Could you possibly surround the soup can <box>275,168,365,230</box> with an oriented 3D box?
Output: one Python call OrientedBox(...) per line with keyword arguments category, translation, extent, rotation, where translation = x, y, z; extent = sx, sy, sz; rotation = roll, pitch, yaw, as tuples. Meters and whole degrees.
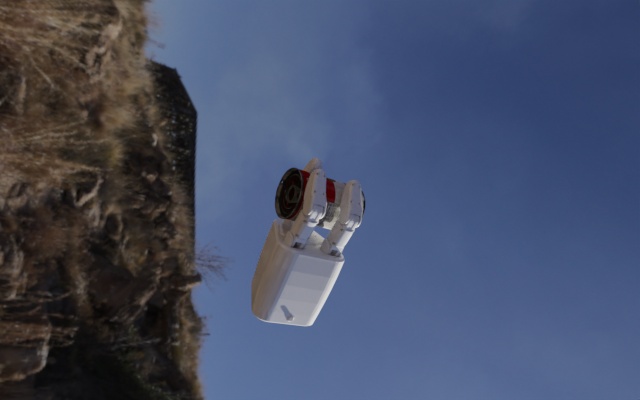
OrientedBox(category="soup can", translation=(0.000, 0.002, 0.634), extent=(0.102, 0.068, 0.068), rotation=(15, -8, -30))
